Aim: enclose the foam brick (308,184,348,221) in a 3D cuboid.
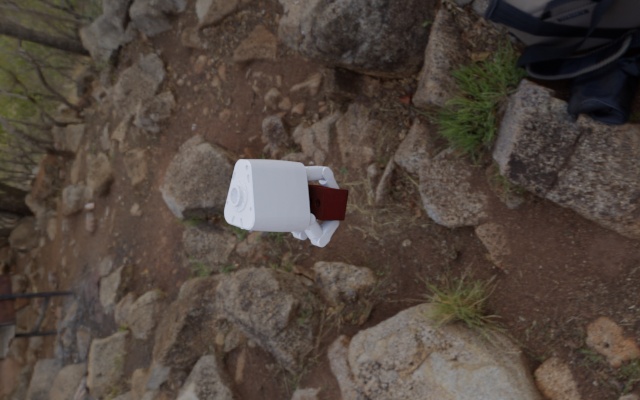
[{"bbox_3d":[0.000,0.003,0.801,0.051,0.053,0.078,2,6,-40],"label":"foam brick"}]
